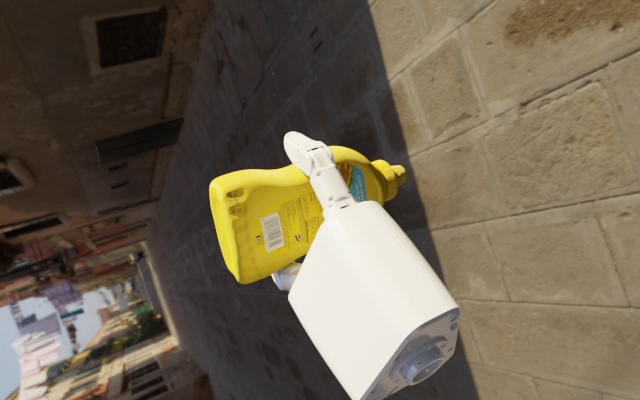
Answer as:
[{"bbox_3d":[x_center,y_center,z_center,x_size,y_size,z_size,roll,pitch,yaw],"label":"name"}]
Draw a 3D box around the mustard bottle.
[{"bbox_3d":[0.000,0.001,0.444,0.191,0.096,0.058,-19,26,-23],"label":"mustard bottle"}]
